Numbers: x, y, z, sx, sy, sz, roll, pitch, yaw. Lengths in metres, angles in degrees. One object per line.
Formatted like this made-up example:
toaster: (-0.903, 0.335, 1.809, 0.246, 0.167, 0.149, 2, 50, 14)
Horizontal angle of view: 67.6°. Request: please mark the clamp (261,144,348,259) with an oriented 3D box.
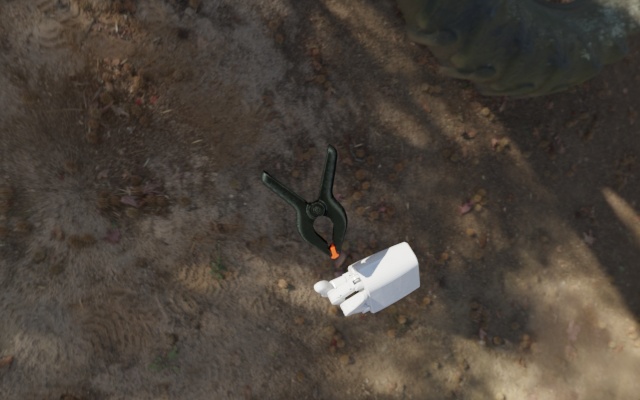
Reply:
clamp: (0.000, 0.003, 0.728, 0.120, 0.171, 0.039, -29, 12, 9)
